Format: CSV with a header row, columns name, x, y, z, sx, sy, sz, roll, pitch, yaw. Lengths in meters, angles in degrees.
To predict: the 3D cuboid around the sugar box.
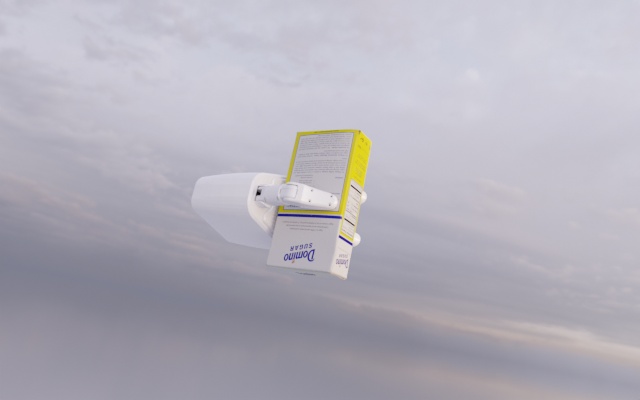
name,x,y,z,sx,sy,sz,roll,pitch,yaw
sugar box,0.000,0.002,0.576,0.093,0.176,0.048,2,-17,33
